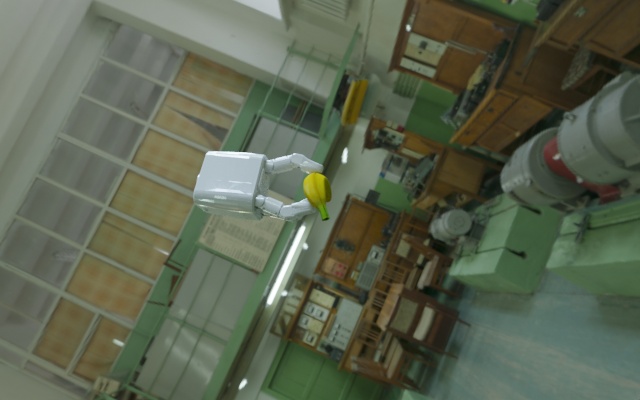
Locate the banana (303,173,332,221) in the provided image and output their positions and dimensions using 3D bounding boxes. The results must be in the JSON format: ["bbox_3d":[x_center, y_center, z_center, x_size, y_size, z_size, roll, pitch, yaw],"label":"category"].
[{"bbox_3d":[-0.004,-0.015,0.818,0.037,0.069,0.197,-11,9,6],"label":"banana"}]
